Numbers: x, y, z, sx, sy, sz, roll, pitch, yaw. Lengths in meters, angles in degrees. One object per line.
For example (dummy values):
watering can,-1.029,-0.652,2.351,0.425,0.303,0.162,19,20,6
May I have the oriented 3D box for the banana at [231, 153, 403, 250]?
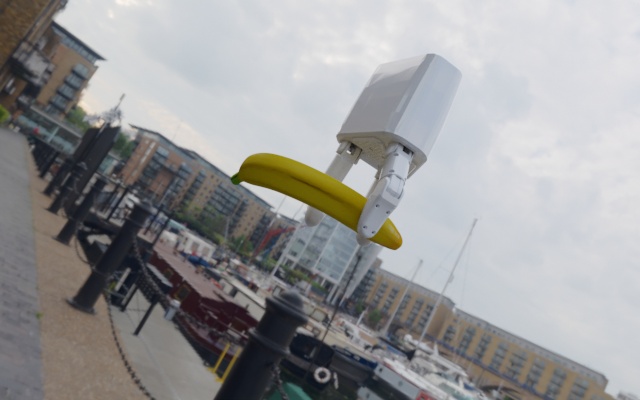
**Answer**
banana,-0.003,-0.005,0.484,0.198,0.037,0.070,24,-16,8
